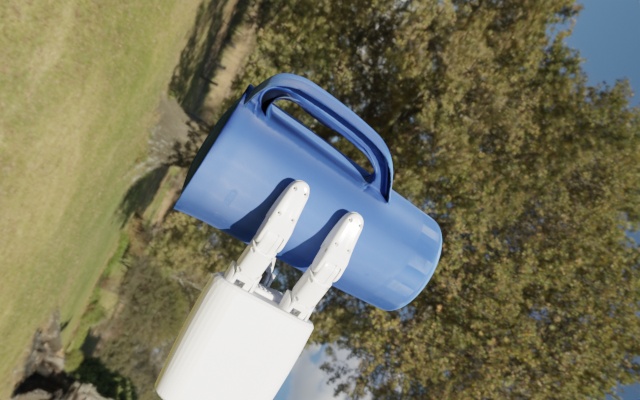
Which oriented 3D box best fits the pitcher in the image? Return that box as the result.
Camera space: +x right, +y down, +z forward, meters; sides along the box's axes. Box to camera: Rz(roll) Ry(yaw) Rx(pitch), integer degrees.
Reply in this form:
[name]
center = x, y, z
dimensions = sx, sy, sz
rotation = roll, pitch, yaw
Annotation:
[pitcher]
center = 0.000, 0.002, 0.458
dimensions = 0.243, 0.145, 0.149
rotation = 31, -9, -15
